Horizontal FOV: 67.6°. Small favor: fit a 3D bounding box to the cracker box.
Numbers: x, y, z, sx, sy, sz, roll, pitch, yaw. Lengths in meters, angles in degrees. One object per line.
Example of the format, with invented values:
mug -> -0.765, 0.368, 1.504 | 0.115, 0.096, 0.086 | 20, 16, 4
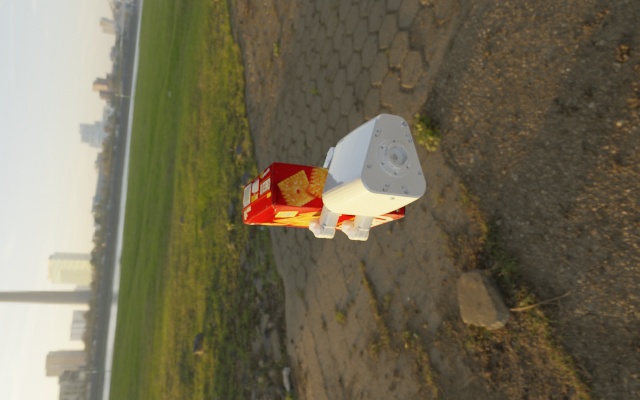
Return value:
cracker box -> 0.000, 0.002, 0.756 | 0.214, 0.072, 0.164 | 6, -14, -23
